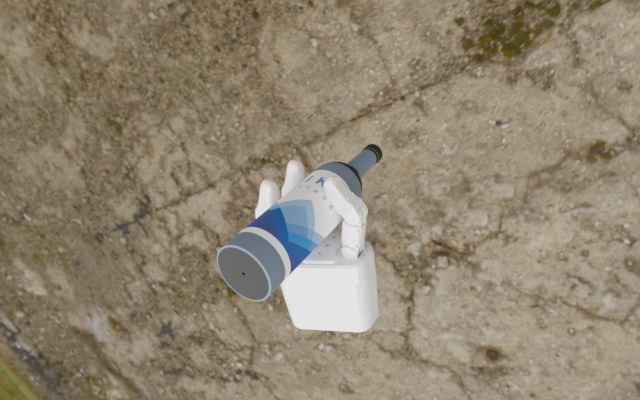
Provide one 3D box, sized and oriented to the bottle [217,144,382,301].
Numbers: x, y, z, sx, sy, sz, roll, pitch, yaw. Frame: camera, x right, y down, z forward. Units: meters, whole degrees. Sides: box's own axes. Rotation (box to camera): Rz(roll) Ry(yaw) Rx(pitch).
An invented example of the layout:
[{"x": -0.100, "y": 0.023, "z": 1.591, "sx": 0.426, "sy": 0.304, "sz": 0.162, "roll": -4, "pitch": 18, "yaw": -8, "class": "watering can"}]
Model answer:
[{"x": 0.000, "y": 0.002, "z": 0.566, "sx": 0.069, "sy": 0.069, "sz": 0.295, "roll": 0, "pitch": 28, "yaw": 35, "class": "bottle"}]
